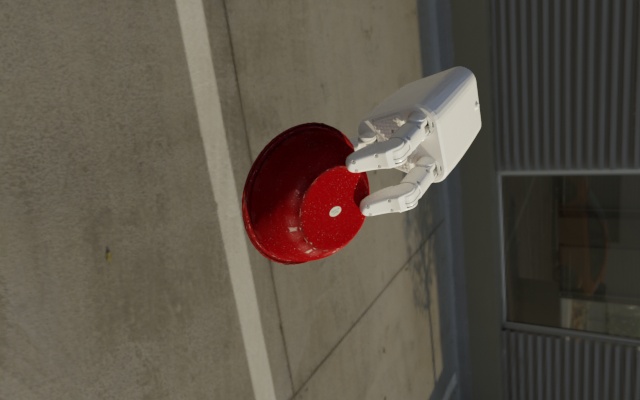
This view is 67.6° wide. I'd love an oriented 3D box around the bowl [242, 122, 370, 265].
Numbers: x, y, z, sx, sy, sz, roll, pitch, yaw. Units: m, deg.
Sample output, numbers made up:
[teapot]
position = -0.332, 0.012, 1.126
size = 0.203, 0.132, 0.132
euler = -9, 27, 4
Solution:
[bowl]
position = -0.001, 0.003, 0.507
size = 0.162, 0.162, 0.055
euler = 0, 16, -39
